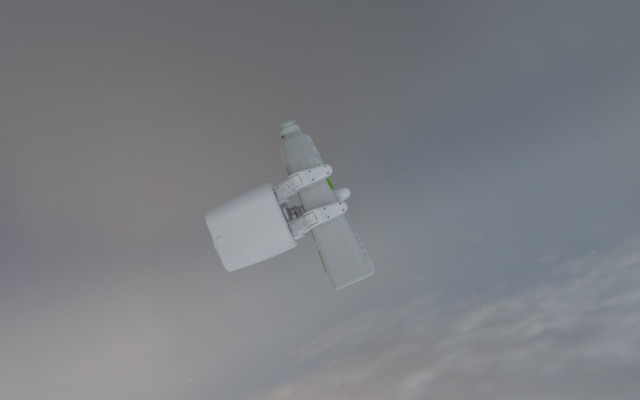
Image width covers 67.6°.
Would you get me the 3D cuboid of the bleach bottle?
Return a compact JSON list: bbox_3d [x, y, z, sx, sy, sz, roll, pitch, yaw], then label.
[{"bbox_3d":[0.000,0.002,0.705,0.068,0.251,0.102,-24,-7,2],"label":"bleach bottle"}]
